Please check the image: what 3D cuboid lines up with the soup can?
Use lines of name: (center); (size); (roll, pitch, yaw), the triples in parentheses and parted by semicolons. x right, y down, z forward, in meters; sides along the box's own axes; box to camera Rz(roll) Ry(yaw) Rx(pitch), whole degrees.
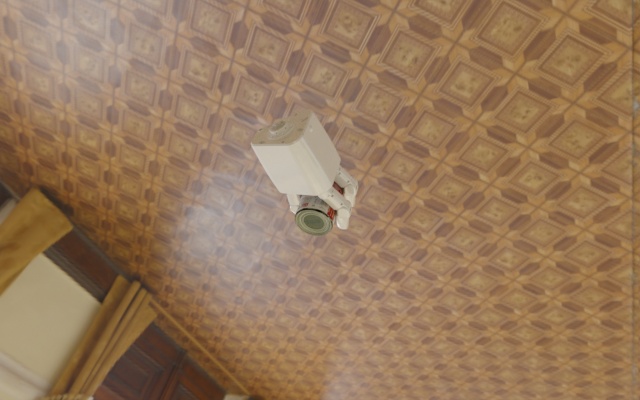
soup can: (0.000, 0.003, 0.831); (0.068, 0.102, 0.069); (10, -43, 9)
